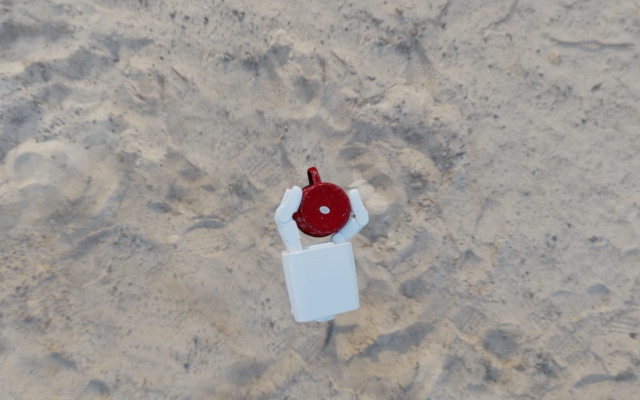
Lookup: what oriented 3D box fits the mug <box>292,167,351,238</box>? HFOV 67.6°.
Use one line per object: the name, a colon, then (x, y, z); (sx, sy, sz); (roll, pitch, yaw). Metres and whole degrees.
mug: (0.000, 0.001, 0.770); (0.093, 0.117, 0.081); (-11, -2, -9)
